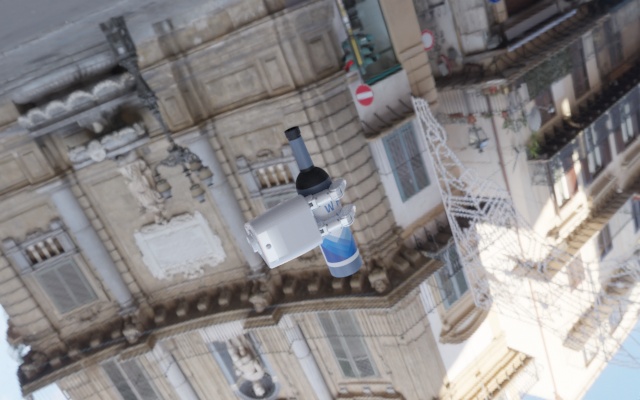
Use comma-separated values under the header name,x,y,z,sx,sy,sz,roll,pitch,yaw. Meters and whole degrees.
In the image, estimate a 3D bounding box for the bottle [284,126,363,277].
name,x,y,z,sx,sy,sz,roll,pitch,yaw
bottle,0.000,0.003,0.887,0.069,0.296,0.069,-19,20,7
